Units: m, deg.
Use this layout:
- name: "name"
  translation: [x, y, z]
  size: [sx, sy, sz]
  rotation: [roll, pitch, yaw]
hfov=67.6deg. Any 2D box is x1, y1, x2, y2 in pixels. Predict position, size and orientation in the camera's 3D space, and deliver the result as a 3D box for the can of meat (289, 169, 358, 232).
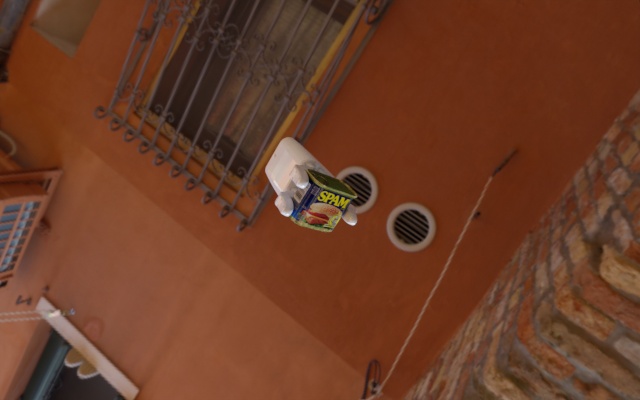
- name: "can of meat"
  translation: [0.000, 0.003, 0.829]
  size: [0.102, 0.084, 0.057]
  rotation: [18, 22, -41]
